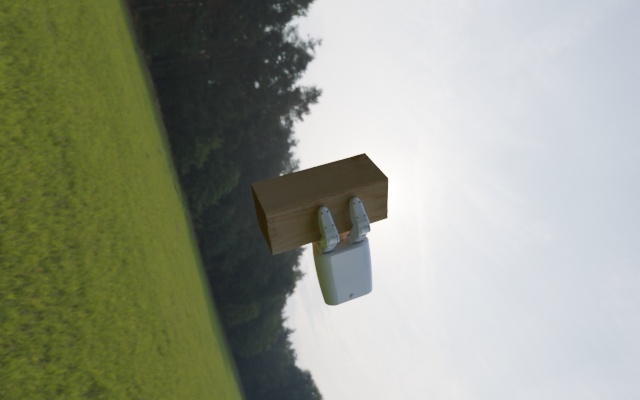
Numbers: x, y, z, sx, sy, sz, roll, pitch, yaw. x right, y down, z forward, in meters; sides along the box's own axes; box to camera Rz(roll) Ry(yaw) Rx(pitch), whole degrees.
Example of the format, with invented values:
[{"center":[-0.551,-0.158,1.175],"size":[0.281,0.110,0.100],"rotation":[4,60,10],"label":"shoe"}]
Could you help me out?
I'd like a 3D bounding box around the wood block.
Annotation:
[{"center":[0.000,0.003,0.794],"size":[0.206,0.090,0.090],"rotation":[-17,38,-15],"label":"wood block"}]
